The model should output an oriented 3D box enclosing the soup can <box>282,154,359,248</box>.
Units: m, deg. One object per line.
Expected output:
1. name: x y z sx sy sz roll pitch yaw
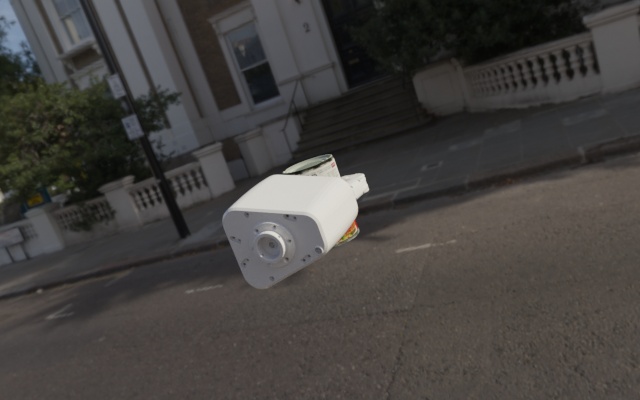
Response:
1. soup can: 0.000 0.001 0.592 0.068 0.102 0.068 -19 13 4
